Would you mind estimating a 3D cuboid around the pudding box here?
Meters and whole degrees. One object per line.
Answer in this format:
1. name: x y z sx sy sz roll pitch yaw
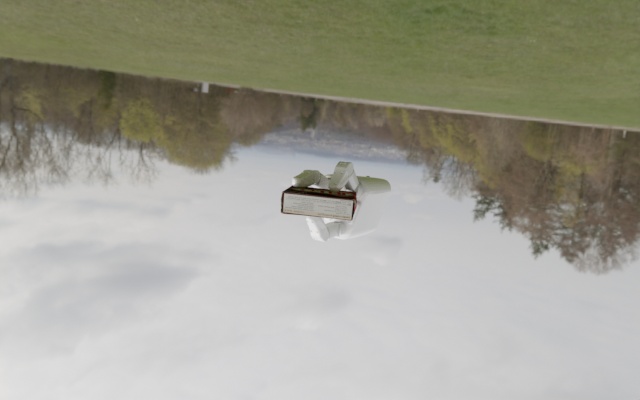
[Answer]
1. pudding box: 0.000 0.003 0.754 0.113 0.039 0.090 4 7 5
